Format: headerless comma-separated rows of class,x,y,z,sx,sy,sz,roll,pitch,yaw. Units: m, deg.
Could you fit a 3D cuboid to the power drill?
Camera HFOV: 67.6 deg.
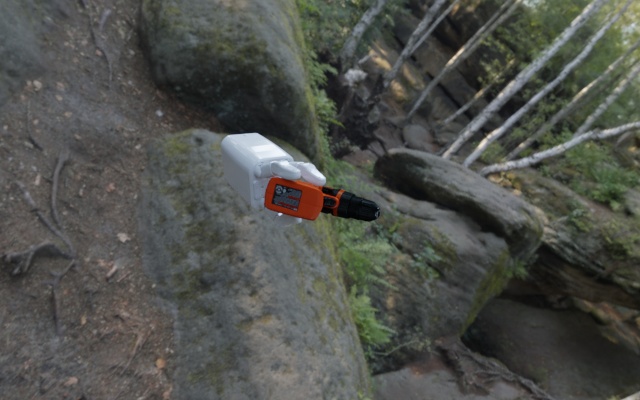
power drill,0.000,0.003,0.848,0.184,0.057,0.187,13,3,21
